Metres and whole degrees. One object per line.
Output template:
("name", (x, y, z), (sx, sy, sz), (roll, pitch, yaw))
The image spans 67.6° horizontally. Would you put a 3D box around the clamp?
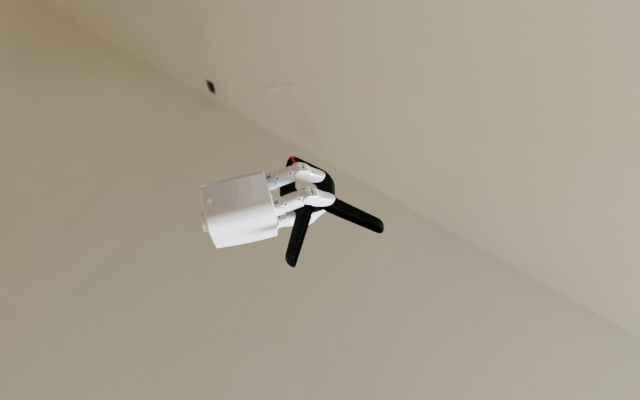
("clamp", (0.000, 0.003, 0.795), (0.164, 0.209, 0.036), (-14, -37, -9))
